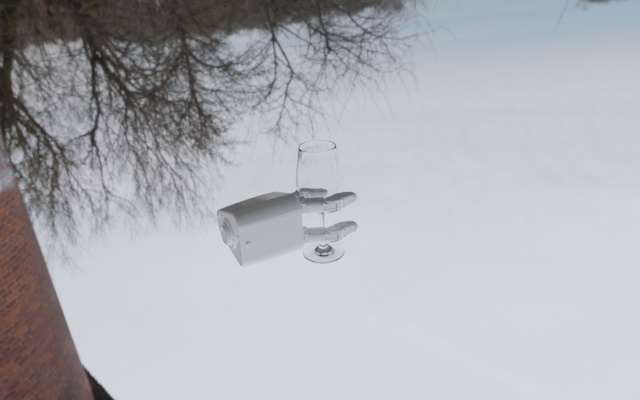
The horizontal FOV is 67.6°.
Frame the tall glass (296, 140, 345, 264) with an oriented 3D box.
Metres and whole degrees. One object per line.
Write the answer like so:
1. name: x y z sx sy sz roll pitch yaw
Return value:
1. tall glass: 0.000 0.003 0.808 0.079 0.201 0.079 -3 25 1
